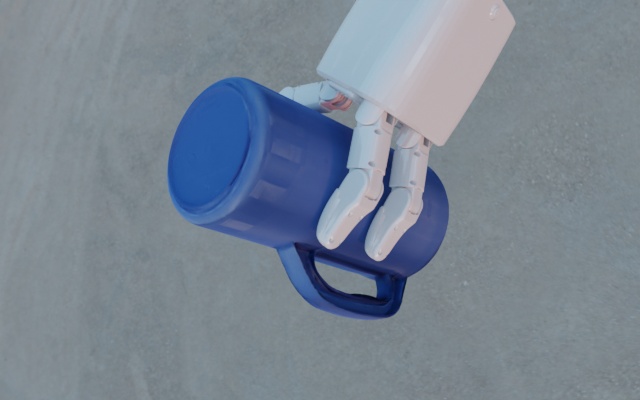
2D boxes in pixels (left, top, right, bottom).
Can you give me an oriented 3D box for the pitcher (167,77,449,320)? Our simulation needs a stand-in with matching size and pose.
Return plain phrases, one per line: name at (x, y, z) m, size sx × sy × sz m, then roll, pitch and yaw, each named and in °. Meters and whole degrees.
pitcher at (0.000, 0.001, 0.408) m, size 0.243 × 0.145 × 0.149 m, roll 20°, pitch 16°, yaw -47°
